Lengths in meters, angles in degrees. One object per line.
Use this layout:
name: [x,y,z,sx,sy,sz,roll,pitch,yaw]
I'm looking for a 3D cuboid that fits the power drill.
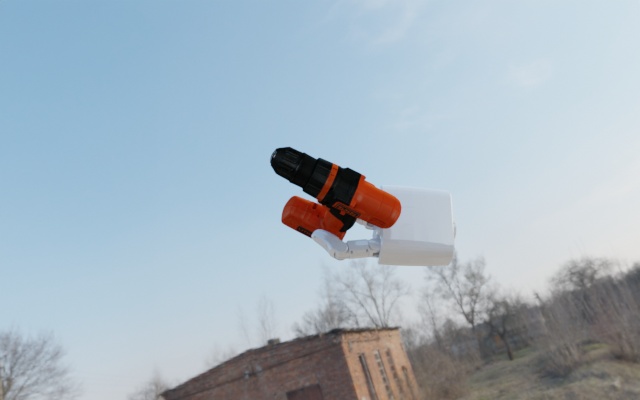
power drill: [0.000,0.002,0.681,0.184,0.057,0.188,27,-21,-8]
